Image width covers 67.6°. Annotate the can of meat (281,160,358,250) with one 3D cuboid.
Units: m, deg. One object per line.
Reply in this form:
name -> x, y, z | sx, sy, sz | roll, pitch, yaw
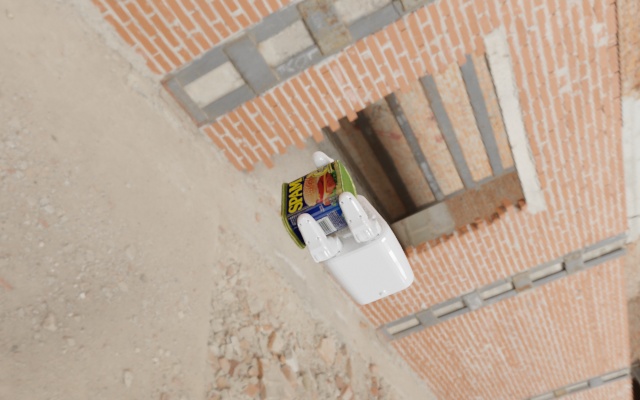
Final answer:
can of meat -> 0.000, 0.002, 0.607 | 0.084, 0.057, 0.102 | -25, 32, 14
